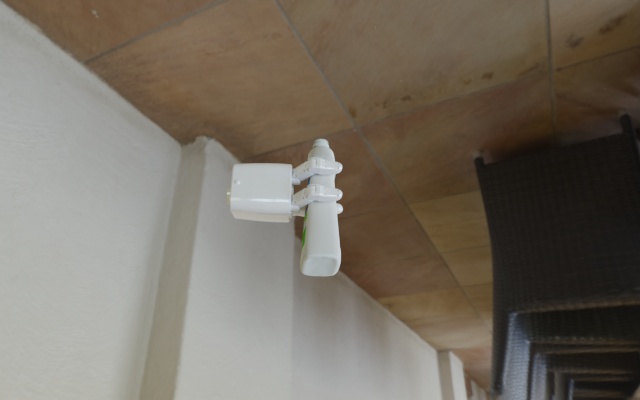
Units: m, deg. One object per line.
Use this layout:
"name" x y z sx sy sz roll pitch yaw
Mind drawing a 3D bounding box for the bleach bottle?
"bleach bottle" 0.000 0.003 0.869 0.068 0.250 0.103 3 -29 -5
